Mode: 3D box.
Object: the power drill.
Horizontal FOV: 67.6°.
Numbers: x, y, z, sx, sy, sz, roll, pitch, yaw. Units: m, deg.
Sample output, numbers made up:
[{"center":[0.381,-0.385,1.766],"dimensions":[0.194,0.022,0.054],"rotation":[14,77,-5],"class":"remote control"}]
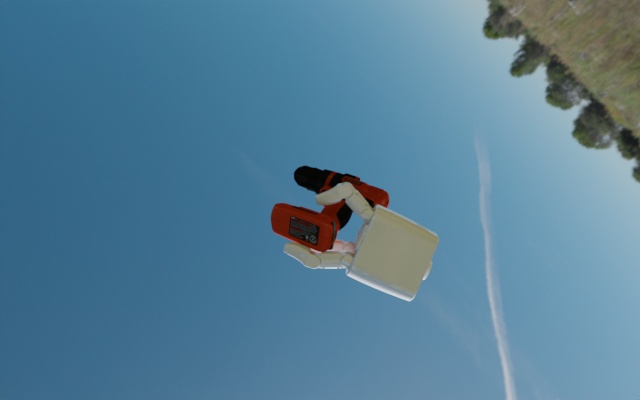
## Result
[{"center":[0.000,0.003,0.789],"dimensions":[0.184,0.057,0.187],"rotation":[18,32,24],"class":"power drill"}]
